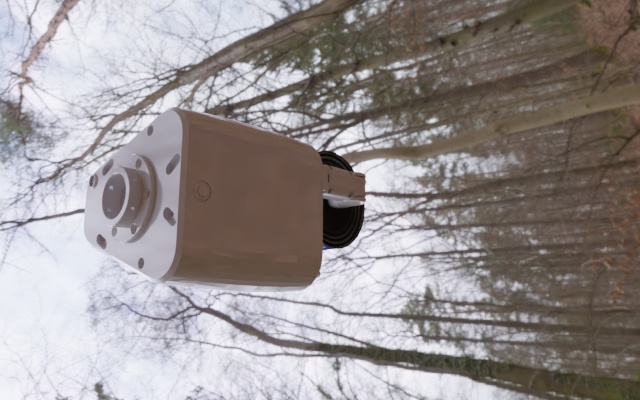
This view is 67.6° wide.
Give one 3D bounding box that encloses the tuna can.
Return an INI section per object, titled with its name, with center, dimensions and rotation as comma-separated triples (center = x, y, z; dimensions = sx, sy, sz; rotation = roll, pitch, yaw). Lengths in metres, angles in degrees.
[tuna can]
center = 0.000, 0.001, 0.421
dimensions = 0.034, 0.086, 0.086
rotation = -12, -8, 41
